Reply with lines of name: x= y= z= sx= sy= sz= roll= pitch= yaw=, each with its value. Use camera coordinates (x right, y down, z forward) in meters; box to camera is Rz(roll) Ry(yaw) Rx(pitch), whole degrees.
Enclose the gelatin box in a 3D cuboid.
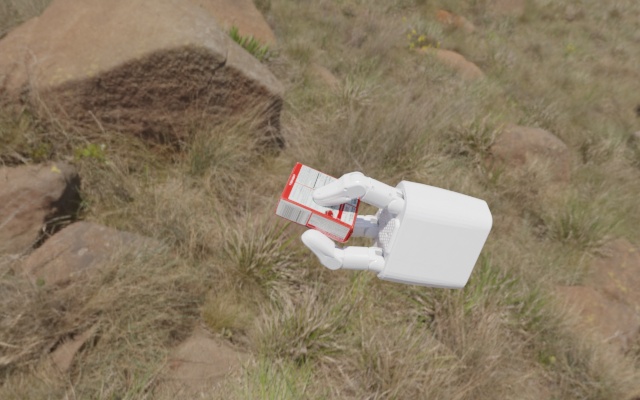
gelatin box: x=0.000 y=0.001 z=0.553 sx=0.089 sy=0.030 sz=0.073 roll=23 pitch=40 yaw=-3
